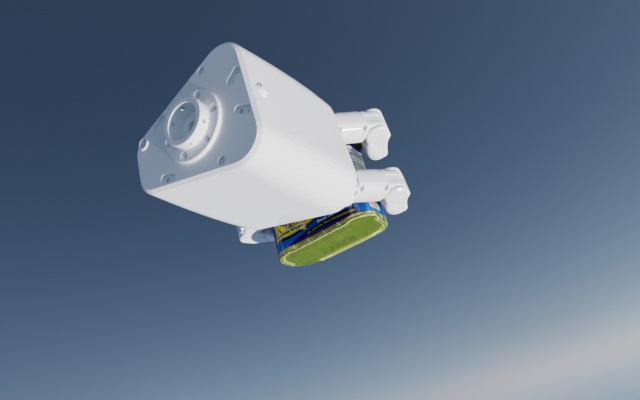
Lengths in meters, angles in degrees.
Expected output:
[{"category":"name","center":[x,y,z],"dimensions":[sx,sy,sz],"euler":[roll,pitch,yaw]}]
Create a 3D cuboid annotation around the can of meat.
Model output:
[{"category":"can of meat","center":[0.000,0.002,0.422],"dimensions":[0.102,0.084,0.057],"euler":[-29,-28,22]}]
